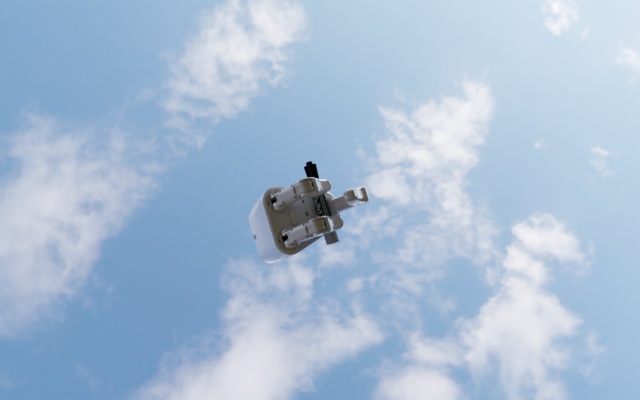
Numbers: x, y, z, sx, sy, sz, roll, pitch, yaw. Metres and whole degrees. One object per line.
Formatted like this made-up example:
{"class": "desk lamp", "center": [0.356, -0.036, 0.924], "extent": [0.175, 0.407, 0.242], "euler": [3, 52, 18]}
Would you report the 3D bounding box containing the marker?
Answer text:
{"class": "marker", "center": [0.000, 0.002, 0.671], "extent": [0.020, 0.121, 0.020], "euler": [-16, -10, -3]}
